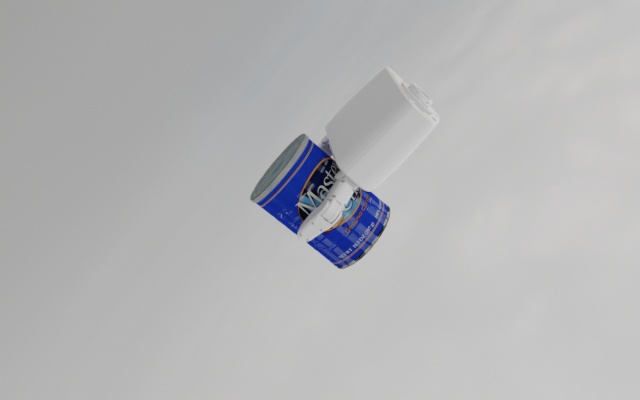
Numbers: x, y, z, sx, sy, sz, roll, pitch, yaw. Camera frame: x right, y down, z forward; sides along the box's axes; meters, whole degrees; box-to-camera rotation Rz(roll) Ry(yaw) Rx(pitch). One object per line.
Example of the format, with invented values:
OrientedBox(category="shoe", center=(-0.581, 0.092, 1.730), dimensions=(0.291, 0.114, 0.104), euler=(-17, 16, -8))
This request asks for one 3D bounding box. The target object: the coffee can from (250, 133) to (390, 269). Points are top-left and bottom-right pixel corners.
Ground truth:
OrientedBox(category="coffee can", center=(0.000, 0.002, 0.587), dimensions=(0.140, 0.103, 0.103), euler=(39, -12, -14))
